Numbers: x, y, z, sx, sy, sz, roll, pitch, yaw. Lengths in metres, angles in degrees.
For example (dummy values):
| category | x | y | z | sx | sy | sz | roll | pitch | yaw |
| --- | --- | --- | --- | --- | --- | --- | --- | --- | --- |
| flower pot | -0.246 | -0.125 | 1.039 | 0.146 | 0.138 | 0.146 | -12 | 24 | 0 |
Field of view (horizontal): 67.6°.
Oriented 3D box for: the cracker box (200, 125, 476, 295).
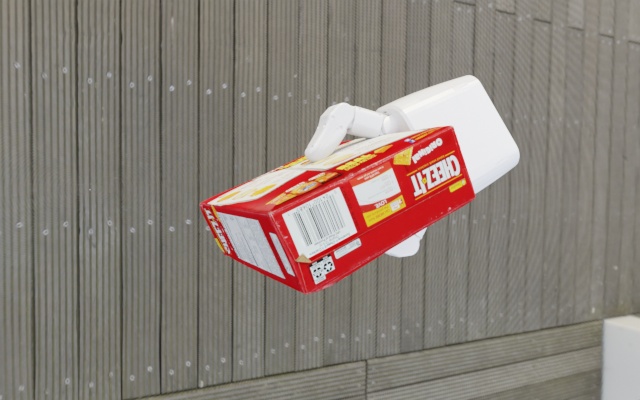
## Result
| category | x | y | z | sx | sy | sz | roll | pitch | yaw |
| --- | --- | --- | --- | --- | --- | --- | --- | --- | --- |
| cracker box | 0.000 | 0.001 | 0.430 | 0.164 | 0.072 | 0.213 | -27 | 12 | -23 |
